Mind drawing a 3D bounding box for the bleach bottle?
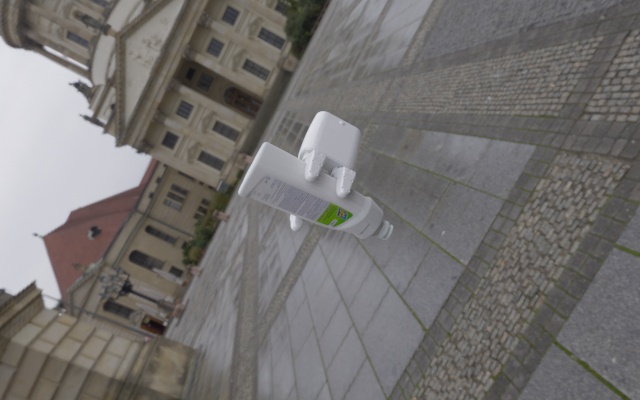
[{"bbox_3d":[0.000,0.003,0.778,0.251,0.068,0.103,27,-39,-11],"label":"bleach bottle"}]
